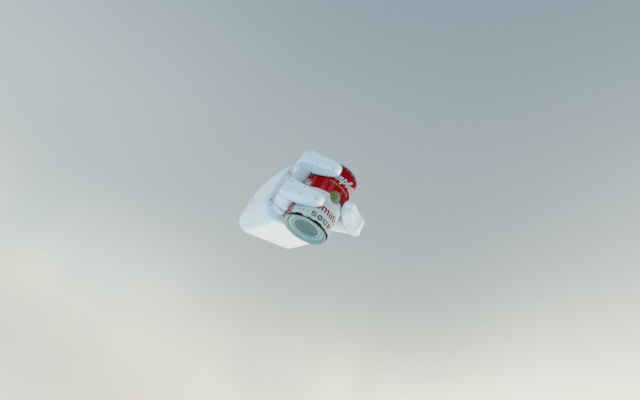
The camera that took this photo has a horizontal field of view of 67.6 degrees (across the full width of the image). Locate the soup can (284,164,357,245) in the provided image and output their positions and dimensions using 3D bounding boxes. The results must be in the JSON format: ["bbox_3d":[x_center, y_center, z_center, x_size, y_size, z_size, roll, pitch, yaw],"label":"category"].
[{"bbox_3d":[0.000,0.002,0.668,0.068,0.102,0.069,22,-32,14],"label":"soup can"}]
